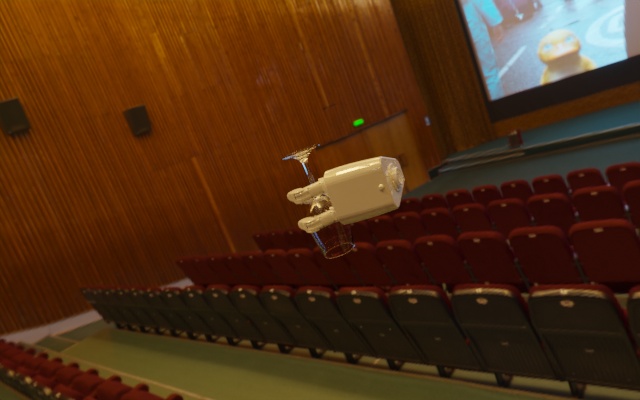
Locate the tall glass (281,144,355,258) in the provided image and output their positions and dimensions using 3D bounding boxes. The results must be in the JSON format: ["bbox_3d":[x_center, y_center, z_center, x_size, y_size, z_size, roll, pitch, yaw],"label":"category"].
[{"bbox_3d":[0.000,0.002,0.873,0.079,0.201,0.079,-20,11,4],"label":"tall glass"}]
